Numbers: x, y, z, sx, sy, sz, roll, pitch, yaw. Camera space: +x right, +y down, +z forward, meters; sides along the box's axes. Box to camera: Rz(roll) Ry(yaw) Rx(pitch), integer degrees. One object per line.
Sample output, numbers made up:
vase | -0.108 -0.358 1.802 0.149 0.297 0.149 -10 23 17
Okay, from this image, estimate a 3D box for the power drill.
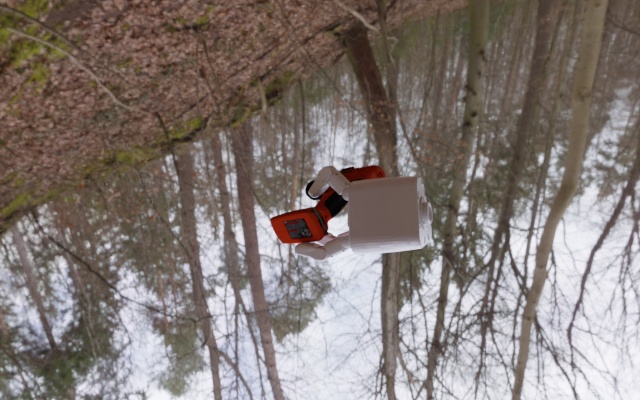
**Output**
power drill | 0.000 0.003 0.834 0.184 0.057 0.187 -13 22 46
